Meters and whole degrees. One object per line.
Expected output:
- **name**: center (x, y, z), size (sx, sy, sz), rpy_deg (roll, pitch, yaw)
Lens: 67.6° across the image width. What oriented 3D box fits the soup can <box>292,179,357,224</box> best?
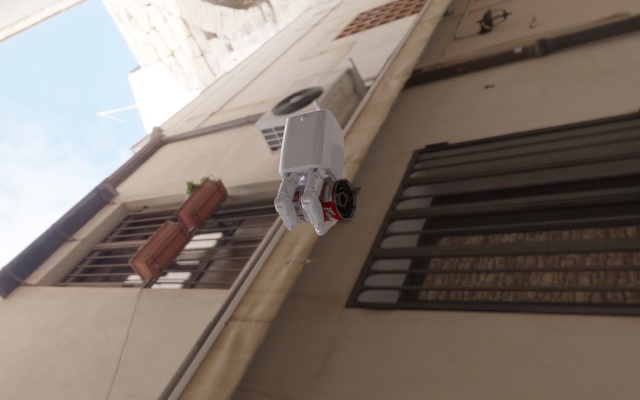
- **soup can**: center (0.000, 0.003, 0.809), size (0.102, 0.068, 0.068), rpy_deg (-7, -4, 34)
